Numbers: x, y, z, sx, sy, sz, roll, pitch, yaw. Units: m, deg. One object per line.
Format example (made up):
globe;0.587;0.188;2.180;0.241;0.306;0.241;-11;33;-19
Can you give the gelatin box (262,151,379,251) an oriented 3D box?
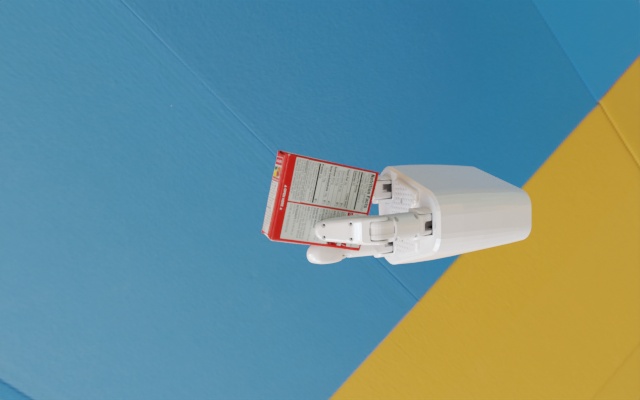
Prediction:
gelatin box;0.000;0.001;0.414;0.089;0.073;0.030;9;7;-25
